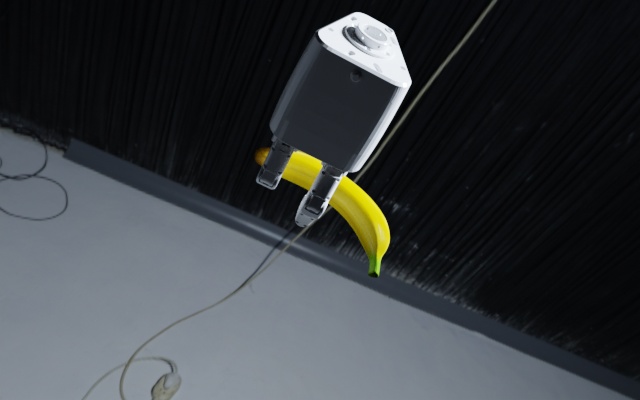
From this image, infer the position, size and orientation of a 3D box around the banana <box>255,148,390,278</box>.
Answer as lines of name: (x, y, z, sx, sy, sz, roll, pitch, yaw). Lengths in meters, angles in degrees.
banana: (0.013, -0.004, 0.548, 0.069, 0.198, 0.037, -37, -13, -45)
